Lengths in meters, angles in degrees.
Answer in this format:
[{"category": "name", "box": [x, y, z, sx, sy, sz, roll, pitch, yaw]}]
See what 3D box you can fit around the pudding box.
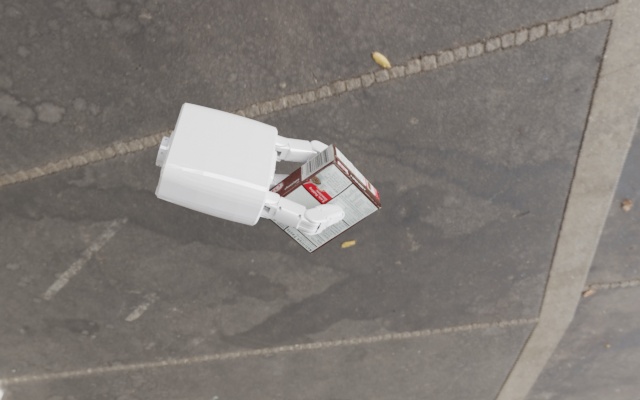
[{"category": "pudding box", "box": [0.000, 0.002, 0.561, 0.113, 0.039, 0.090, -34, -58, 23]}]
